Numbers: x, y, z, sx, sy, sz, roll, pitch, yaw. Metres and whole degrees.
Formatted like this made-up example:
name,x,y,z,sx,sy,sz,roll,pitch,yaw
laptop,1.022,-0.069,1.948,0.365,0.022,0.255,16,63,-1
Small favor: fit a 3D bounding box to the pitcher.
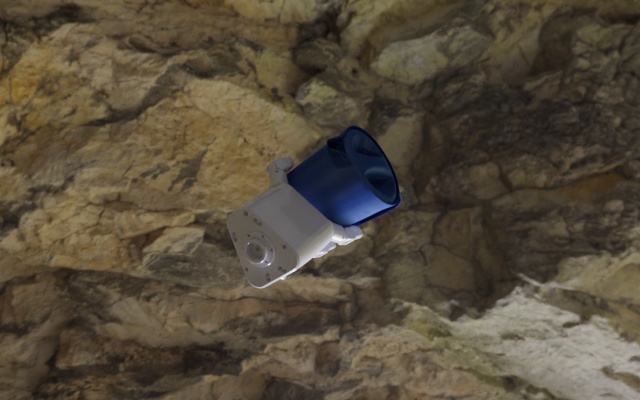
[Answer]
name,x,y,z,sx,sy,sz,roll,pitch,yaw
pitcher,0.000,0.003,0.763,0.243,0.149,0.145,-31,4,30
